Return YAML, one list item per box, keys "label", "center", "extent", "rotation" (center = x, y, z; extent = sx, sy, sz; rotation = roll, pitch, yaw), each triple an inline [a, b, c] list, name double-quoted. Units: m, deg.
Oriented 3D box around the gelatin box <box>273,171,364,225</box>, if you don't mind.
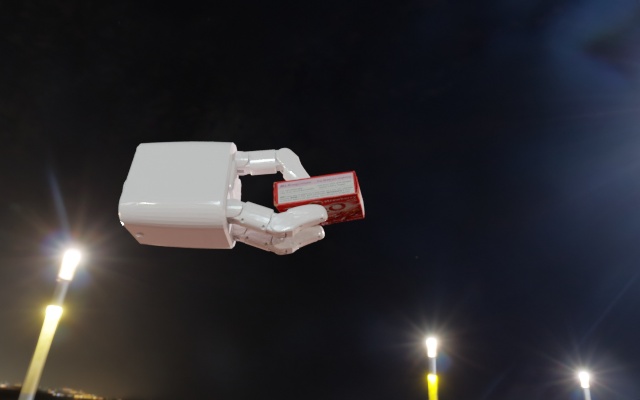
- label: "gelatin box"
  center: [0.000, 0.001, 0.522]
  extent: [0.089, 0.030, 0.073]
  rotation: [-9, -24, 7]
